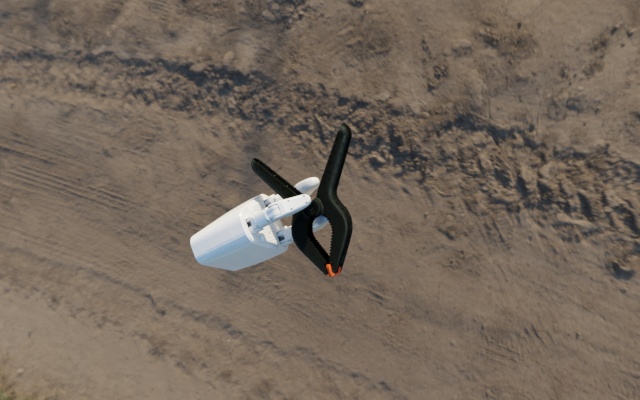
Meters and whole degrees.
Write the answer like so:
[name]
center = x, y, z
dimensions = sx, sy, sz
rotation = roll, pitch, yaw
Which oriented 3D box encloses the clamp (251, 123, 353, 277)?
[clamp]
center = 0.000, 0.003, 0.684
dimensions = 0.164, 0.210, 0.036
rotation = -25, -9, 23
